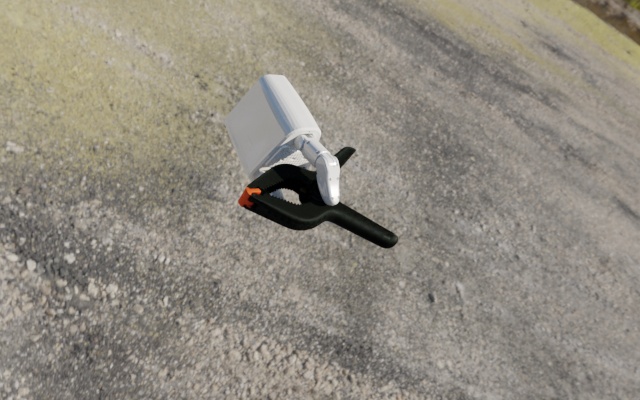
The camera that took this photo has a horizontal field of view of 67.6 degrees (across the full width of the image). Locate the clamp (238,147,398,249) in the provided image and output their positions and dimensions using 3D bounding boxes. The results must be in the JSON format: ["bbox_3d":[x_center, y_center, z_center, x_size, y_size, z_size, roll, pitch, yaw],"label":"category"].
[{"bbox_3d":[0.000,0.001,0.607,0.210,0.164,0.036,-8,-31,-39],"label":"clamp"}]
